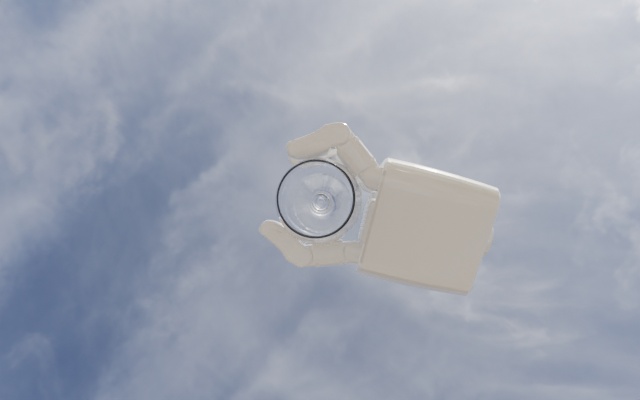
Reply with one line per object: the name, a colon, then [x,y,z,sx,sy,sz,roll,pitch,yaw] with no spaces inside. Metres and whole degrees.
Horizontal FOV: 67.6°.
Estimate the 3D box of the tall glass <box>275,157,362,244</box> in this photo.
tall glass: [0.000,0.002,0.468,0.079,0.079,0.201,0,-2,2]
